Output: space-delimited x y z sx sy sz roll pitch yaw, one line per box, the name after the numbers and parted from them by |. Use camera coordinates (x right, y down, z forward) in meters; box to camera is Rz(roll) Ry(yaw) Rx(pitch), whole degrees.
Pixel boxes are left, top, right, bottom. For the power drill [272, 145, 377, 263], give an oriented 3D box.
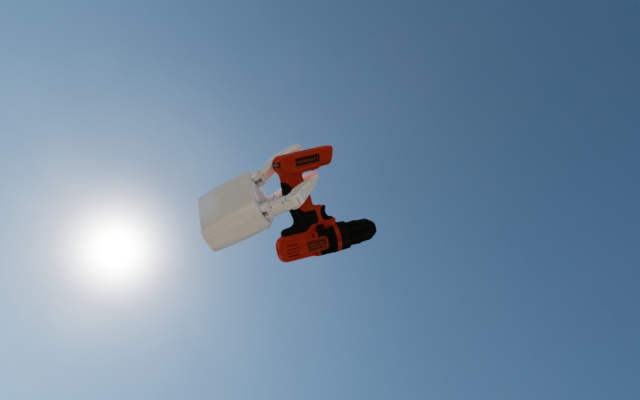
0.000 0.002 0.828 0.184 0.188 0.057 -13 8 -17 | power drill
